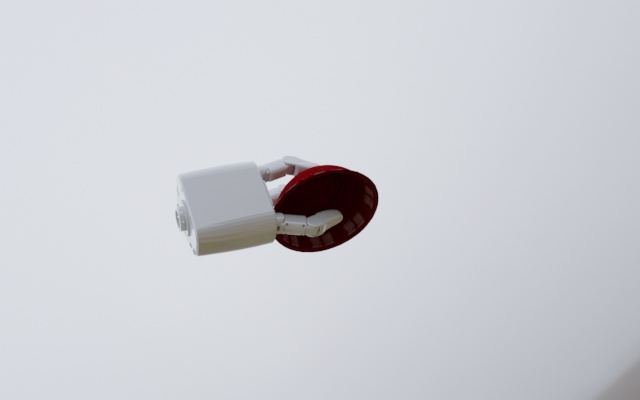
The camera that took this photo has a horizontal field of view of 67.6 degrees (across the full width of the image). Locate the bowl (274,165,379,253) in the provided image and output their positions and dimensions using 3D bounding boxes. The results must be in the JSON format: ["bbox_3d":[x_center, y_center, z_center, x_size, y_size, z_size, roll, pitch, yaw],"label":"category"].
[{"bbox_3d":[0.001,0.002,0.692,0.162,0.162,0.055,0,42,-24],"label":"bowl"}]
